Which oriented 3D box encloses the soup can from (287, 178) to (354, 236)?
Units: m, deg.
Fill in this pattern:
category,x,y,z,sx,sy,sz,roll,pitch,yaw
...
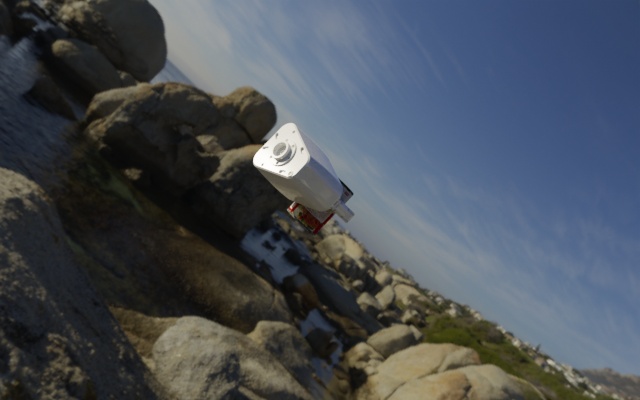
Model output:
category,x,y,z,sx,sy,sz,roll,pitch,yaw
soup can,0.001,0.003,0.841,0.068,0.102,0.068,44,0,0
